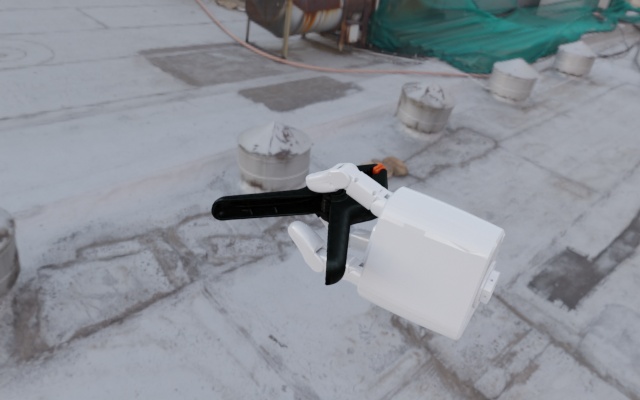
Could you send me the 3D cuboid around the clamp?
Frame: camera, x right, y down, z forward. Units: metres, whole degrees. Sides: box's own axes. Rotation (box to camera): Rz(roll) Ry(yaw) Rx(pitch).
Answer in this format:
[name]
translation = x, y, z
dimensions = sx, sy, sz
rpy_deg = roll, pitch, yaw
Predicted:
[clamp]
translation = 0.001, 0.001, 0.519
dimensions = 0.164, 0.036, 0.210
rpy_deg = 22, 35, 25
